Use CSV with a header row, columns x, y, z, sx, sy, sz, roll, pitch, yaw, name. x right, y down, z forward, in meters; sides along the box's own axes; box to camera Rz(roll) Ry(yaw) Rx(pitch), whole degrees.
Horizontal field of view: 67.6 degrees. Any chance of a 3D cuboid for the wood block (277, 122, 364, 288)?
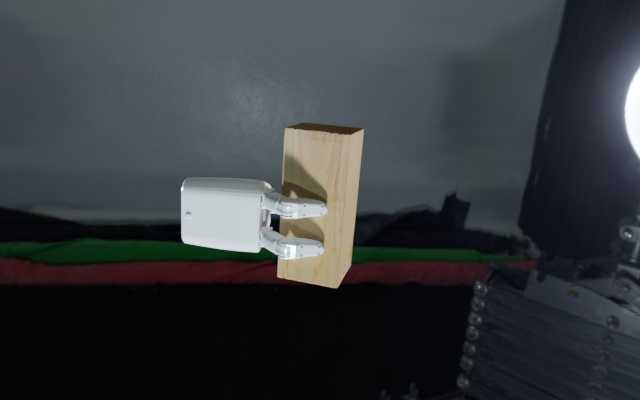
x,y,z,sx,sy,sz,roll,pitch,yaw,name
0.000,0.002,0.662,0.090,0.206,0.091,8,16,13,wood block
